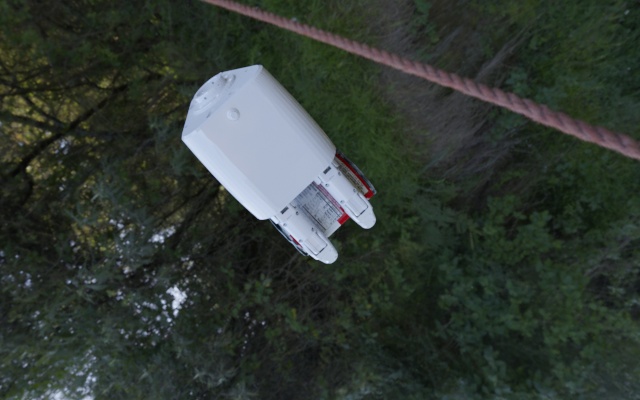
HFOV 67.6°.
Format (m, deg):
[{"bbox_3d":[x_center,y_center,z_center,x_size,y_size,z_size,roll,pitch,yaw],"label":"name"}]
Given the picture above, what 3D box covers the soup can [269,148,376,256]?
[{"bbox_3d":[0.000,0.002,0.513,0.102,0.068,0.068,-43,1,-1],"label":"soup can"}]
